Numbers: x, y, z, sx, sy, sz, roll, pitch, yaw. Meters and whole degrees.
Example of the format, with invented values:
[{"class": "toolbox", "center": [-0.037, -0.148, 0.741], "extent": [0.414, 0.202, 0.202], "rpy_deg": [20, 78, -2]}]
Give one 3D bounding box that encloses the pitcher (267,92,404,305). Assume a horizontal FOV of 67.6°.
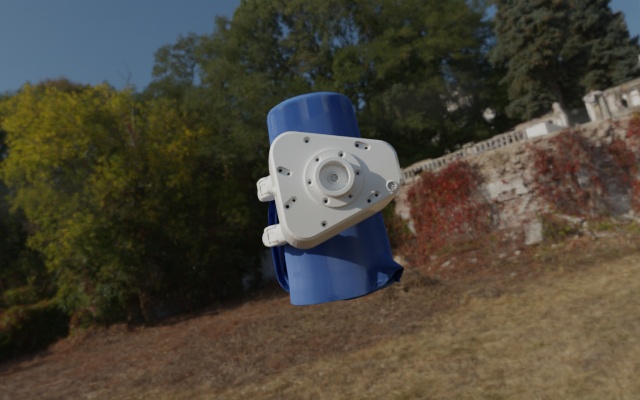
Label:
[{"class": "pitcher", "center": [0.000, 0.002, 0.589], "extent": [0.149, 0.243, 0.145], "rpy_deg": [-11, -6, -3]}]
